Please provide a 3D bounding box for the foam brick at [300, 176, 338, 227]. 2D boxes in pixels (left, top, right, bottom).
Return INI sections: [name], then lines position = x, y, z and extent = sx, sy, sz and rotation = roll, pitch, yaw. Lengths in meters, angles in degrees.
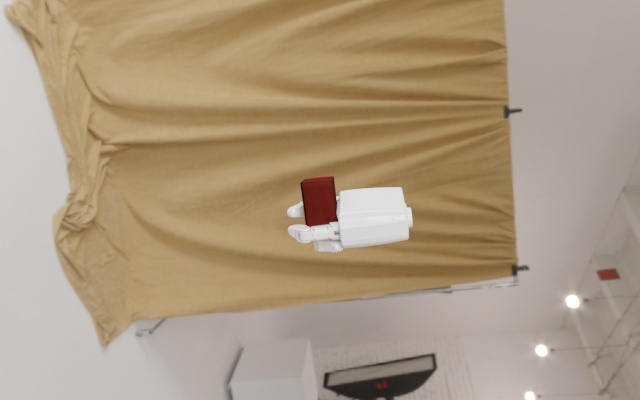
[foam brick]
position = 0.000, 0.002, 0.780
extent = 0.051, 0.078, 0.053
rotation = -6, 11, 8
